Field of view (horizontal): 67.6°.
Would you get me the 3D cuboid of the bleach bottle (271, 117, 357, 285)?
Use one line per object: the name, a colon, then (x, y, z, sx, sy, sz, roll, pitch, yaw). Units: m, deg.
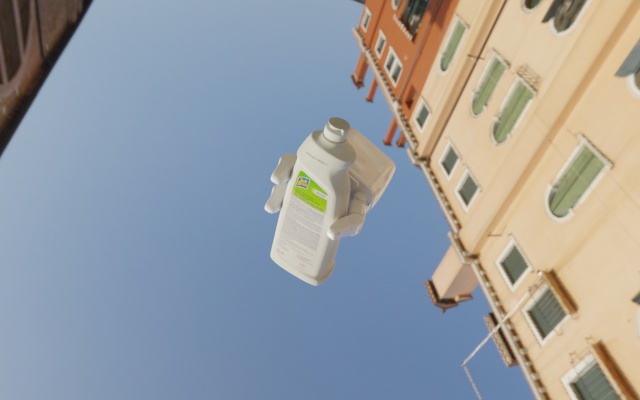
bleach bottle: (0.000, 0.002, 0.667, 0.102, 0.251, 0.068, 28, 39, 13)
